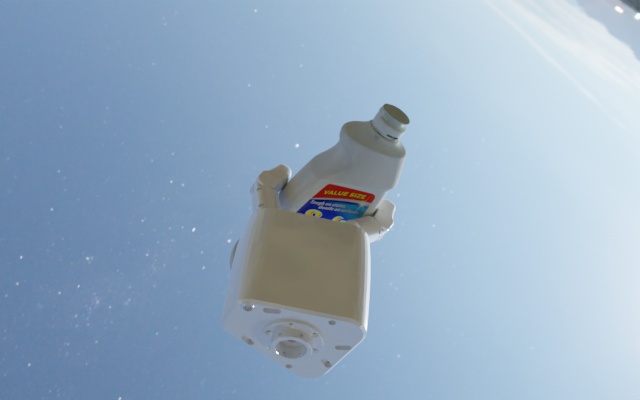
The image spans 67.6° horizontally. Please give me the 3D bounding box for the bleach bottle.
[{"bbox_3d":[0.000,0.002,0.497,0.102,0.251,0.068,26,36,-15],"label":"bleach bottle"}]
